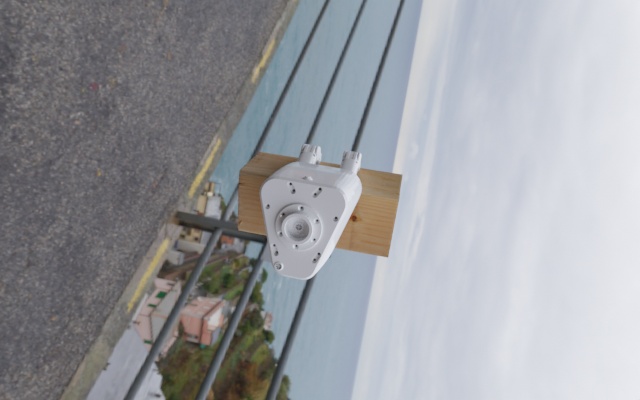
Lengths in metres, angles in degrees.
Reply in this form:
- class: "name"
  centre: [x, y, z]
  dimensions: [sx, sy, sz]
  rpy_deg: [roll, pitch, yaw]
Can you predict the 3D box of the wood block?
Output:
- class: "wood block"
  centre: [0.000, 0.003, 0.653]
  dimensions: [0.206, 0.091, 0.090]
  rpy_deg: [10, 25, 8]
